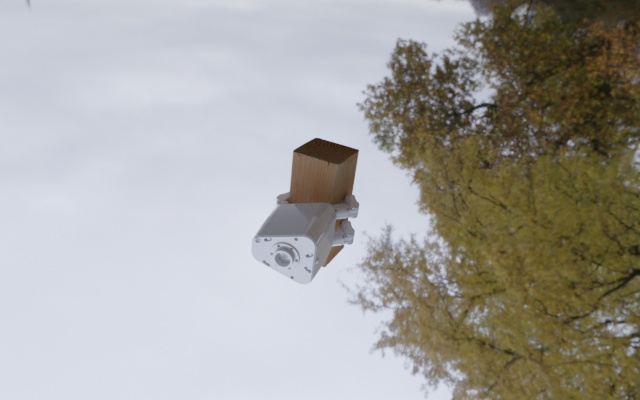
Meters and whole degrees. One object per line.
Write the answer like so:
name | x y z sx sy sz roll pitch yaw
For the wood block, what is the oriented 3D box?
wood block | 0.000 0.003 0.871 0.091 0.206 0.090 19 30 21
